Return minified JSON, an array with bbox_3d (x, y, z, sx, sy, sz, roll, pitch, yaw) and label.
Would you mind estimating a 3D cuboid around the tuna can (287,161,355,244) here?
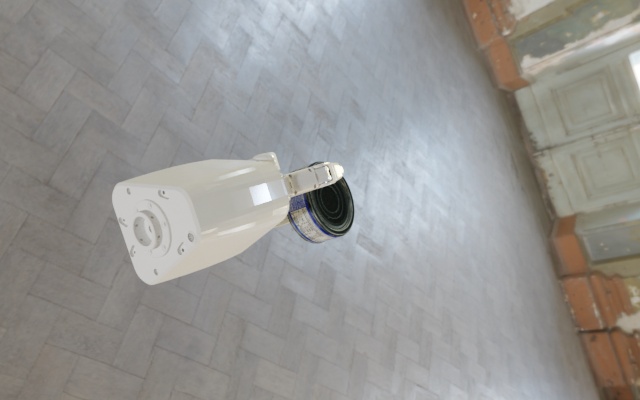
[{"bbox_3d":[0.001,0.002,0.519,0.034,0.086,0.086,-20,-12,35],"label":"tuna can"}]
